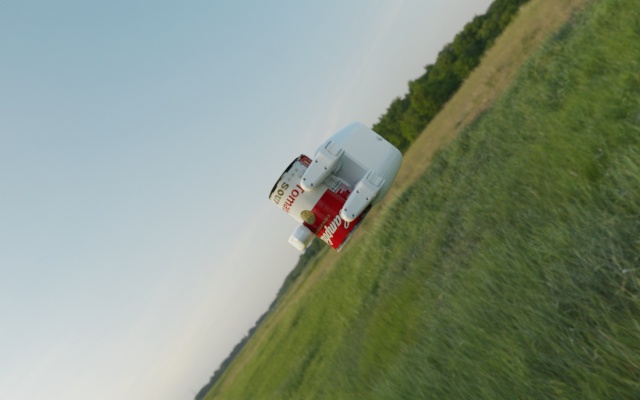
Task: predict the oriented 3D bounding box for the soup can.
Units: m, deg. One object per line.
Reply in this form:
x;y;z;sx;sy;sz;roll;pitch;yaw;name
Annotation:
0.000;0.002;0.550;0.102;0.068;0.068;37;2;3;soup can
